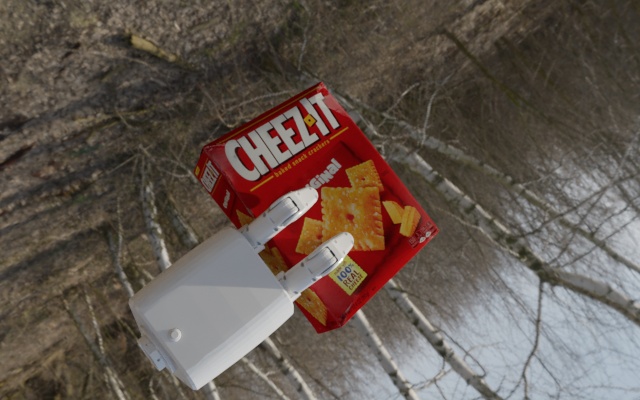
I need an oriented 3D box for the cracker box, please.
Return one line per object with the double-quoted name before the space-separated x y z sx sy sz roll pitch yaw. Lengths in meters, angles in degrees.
"cracker box" 0.000 0.002 0.502 0.164 0.213 0.072 -36 -3 -30
